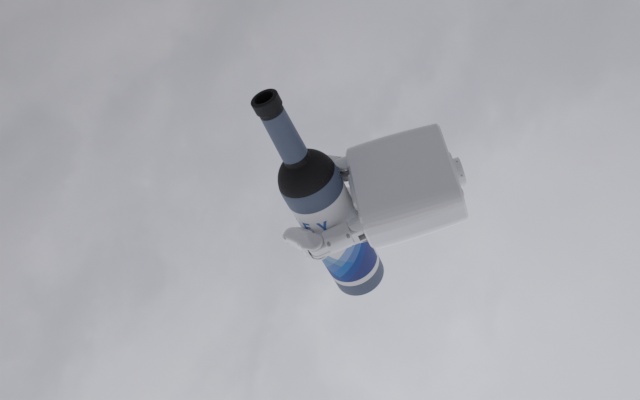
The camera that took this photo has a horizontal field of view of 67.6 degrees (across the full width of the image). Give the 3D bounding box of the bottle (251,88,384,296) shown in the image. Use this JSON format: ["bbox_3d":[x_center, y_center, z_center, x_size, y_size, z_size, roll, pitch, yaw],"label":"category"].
[{"bbox_3d":[0.000,0.002,0.536,0.069,0.069,0.296,0,-41,28],"label":"bottle"}]
